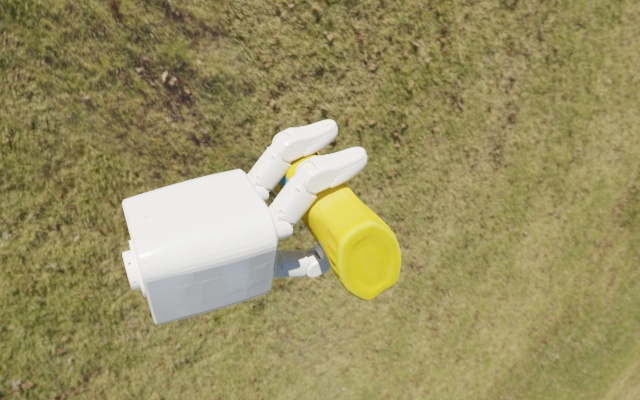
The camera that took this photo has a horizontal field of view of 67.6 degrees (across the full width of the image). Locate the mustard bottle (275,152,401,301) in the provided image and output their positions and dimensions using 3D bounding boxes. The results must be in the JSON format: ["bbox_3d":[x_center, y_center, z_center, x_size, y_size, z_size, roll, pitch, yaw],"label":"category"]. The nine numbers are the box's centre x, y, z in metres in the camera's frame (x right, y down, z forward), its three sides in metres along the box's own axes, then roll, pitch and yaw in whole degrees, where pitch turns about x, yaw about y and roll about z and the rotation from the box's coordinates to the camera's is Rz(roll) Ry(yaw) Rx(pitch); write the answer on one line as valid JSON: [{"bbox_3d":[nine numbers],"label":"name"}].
[{"bbox_3d":[0.000,0.001,0.454,0.058,0.096,0.191,-33,44,-6],"label":"mustard bottle"}]
